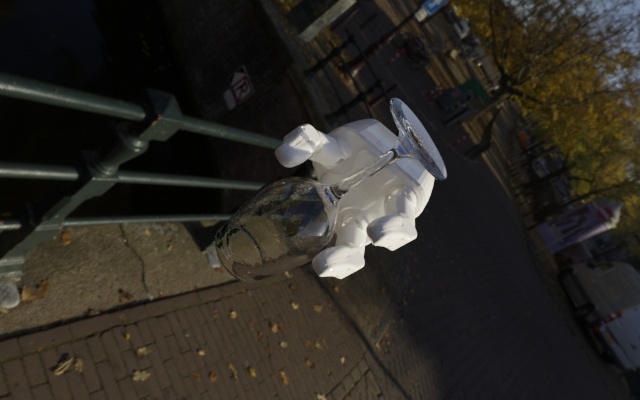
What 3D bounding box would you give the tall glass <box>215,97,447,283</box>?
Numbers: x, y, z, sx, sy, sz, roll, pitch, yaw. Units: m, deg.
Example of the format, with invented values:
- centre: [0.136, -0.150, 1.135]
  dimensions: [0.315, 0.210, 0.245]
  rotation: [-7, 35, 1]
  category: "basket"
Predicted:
- centre: [0.000, 0.001, 0.404]
  dimensions: [0.201, 0.079, 0.079]
  rotation: [-33, -15, 25]
  category: "tall glass"
